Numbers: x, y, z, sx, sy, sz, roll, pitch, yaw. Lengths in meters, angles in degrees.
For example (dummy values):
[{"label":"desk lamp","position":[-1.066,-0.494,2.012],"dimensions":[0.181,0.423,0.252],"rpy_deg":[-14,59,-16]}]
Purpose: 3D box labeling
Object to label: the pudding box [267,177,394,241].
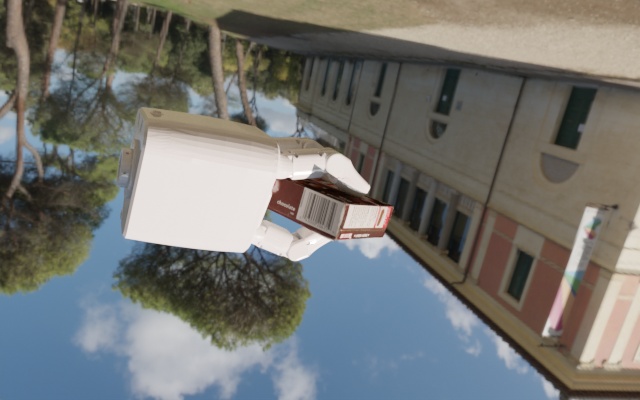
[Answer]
[{"label":"pudding box","position":[0.000,0.002,0.464],"dimensions":[0.113,0.039,0.090],"rpy_deg":[25,13,33]}]
